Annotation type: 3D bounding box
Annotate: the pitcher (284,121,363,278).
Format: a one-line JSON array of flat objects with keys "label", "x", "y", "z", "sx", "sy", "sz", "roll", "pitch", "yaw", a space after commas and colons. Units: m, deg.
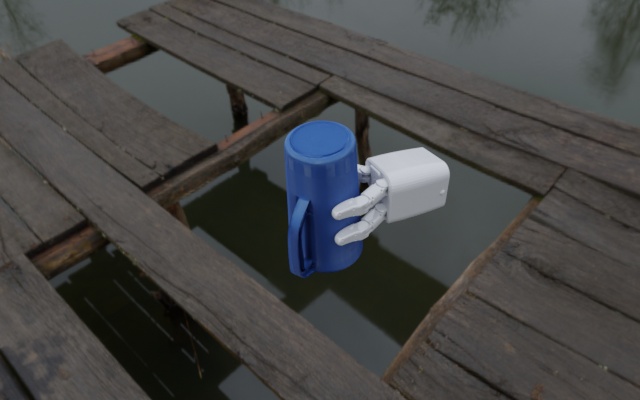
[{"label": "pitcher", "x": 0.000, "y": 0.002, "z": 0.781, "sx": 0.145, "sy": 0.243, "sz": 0.149, "roll": -13, "pitch": 43, "yaw": -9}]
